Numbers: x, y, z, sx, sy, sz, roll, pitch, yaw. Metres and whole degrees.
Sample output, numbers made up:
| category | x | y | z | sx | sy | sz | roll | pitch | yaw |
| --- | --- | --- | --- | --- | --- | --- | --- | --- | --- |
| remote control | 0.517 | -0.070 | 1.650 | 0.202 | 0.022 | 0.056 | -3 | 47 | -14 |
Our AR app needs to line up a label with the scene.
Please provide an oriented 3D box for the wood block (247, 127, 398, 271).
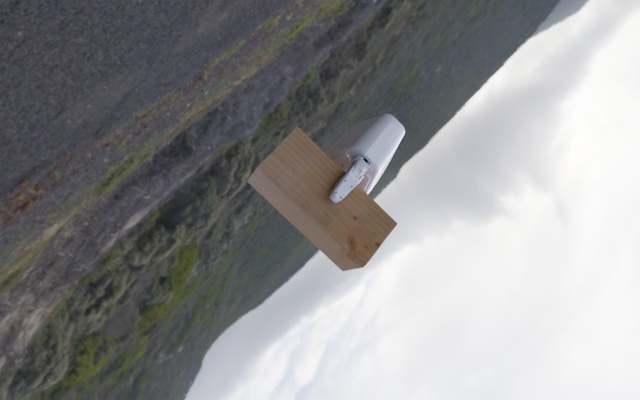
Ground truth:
| category | x | y | z | sx | sy | sz | roll | pitch | yaw |
| --- | --- | --- | --- | --- | --- | --- | --- | --- | --- |
| wood block | 0.001 | 0.002 | 0.717 | 0.206 | 0.090 | 0.091 | 43 | -22 | -5 |
